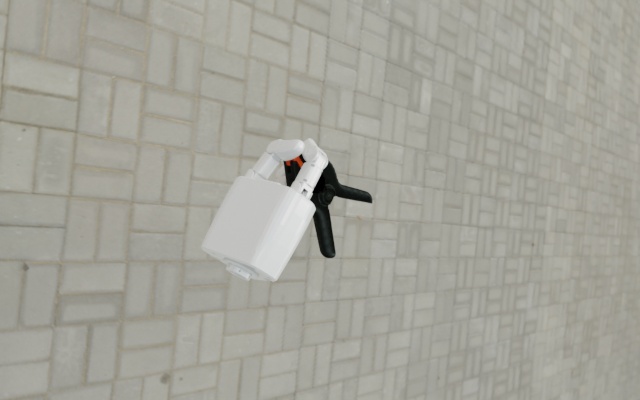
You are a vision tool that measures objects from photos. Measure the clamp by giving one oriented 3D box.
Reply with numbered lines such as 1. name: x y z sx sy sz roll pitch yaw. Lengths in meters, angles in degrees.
1. clamp: 0.000 0.002 0.680 0.039 0.120 0.171 4 -28 50
